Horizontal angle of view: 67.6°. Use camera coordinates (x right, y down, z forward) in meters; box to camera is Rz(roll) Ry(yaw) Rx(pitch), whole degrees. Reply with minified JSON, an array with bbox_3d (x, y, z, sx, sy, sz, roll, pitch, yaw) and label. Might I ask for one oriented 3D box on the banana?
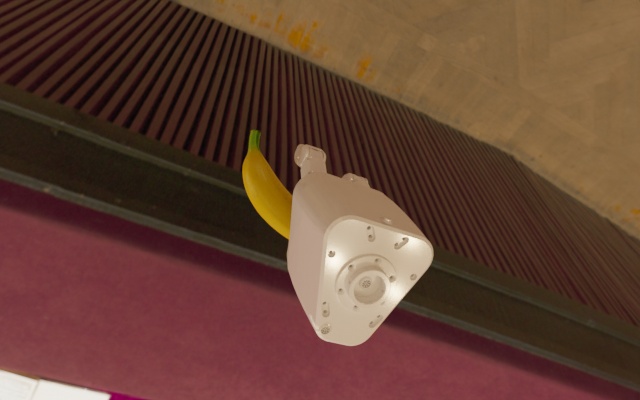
[{"bbox_3d":[-0.014,0.014,0.503,0.198,0.069,0.037,42,-11,-19],"label":"banana"}]
